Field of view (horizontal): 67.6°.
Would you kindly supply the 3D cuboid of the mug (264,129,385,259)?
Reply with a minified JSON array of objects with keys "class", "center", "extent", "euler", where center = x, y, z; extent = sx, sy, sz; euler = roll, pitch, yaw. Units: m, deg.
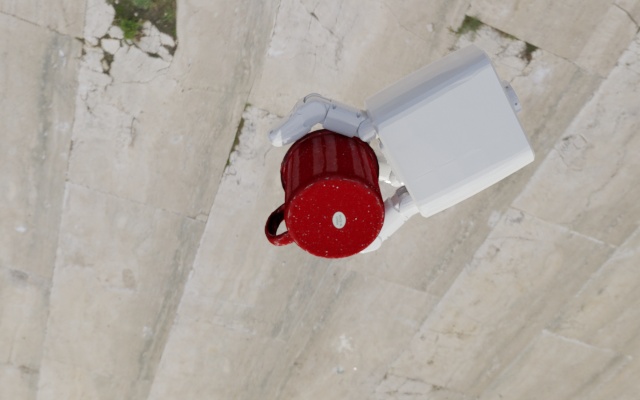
[{"class":"mug","center":[-0.001,0.002,0.414],"extent":[0.117,0.093,0.081],"euler":[-29,27,14]}]
